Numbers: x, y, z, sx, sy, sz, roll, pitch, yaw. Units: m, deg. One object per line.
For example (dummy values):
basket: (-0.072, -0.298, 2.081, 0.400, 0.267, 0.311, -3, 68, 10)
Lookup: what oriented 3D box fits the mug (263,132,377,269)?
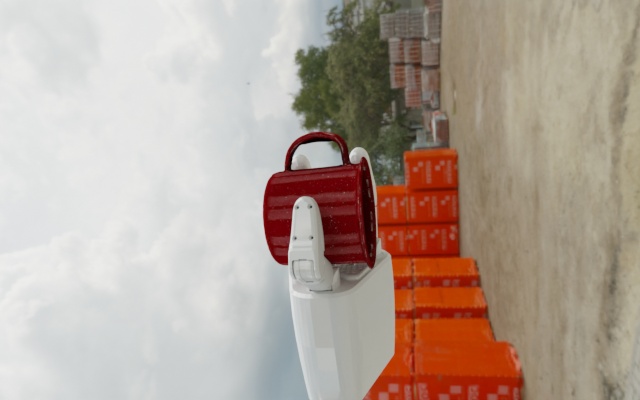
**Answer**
mug: (0.000, 0.000, 0.401, 0.081, 0.117, 0.093, -4, 11, 12)
